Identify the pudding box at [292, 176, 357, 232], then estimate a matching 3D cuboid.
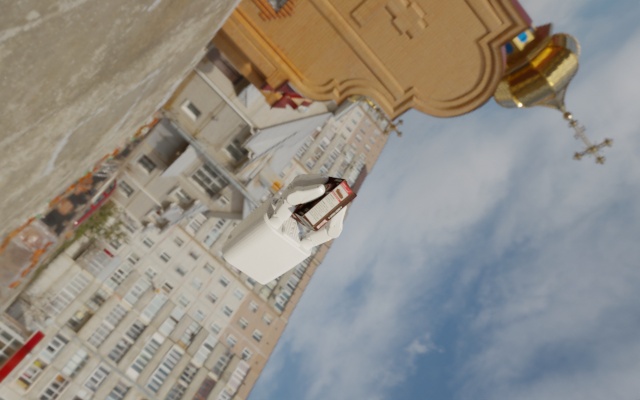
[{"bbox_3d":[0.000,0.003,0.775,0.090,0.039,0.113,-42,17,-8],"label":"pudding box"}]
